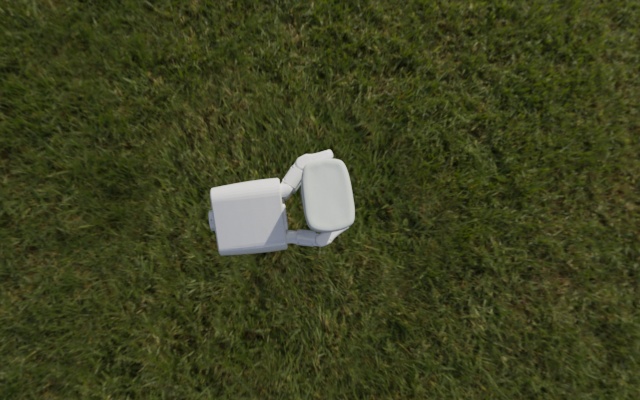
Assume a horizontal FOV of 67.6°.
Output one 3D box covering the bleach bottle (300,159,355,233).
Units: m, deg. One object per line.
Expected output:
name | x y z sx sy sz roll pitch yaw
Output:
bleach bottle | 0.000 0.002 0.755 0.068 0.102 0.251 -7 -5 -5
